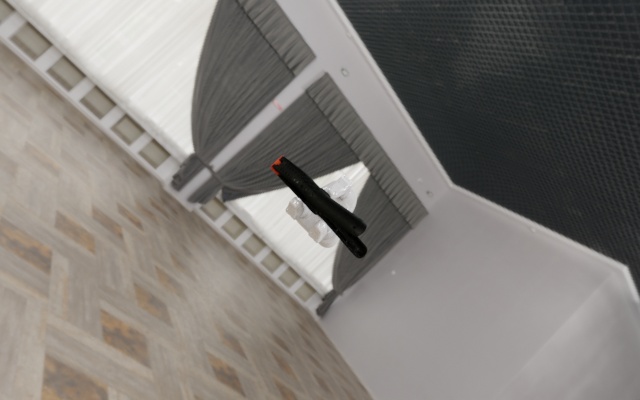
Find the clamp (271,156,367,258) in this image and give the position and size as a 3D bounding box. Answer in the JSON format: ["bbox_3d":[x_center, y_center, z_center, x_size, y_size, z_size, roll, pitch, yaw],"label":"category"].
[{"bbox_3d":[0.000,0.002,0.750,0.036,0.210,0.164,-43,-11,-10],"label":"clamp"}]
